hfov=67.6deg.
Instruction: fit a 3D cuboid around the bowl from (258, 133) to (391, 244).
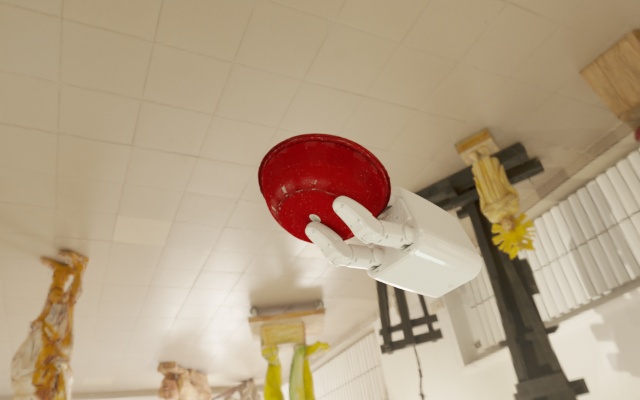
[{"bbox_3d":[-0.001,0.002,0.556,0.162,0.162,0.055,6,46,6],"label":"bowl"}]
